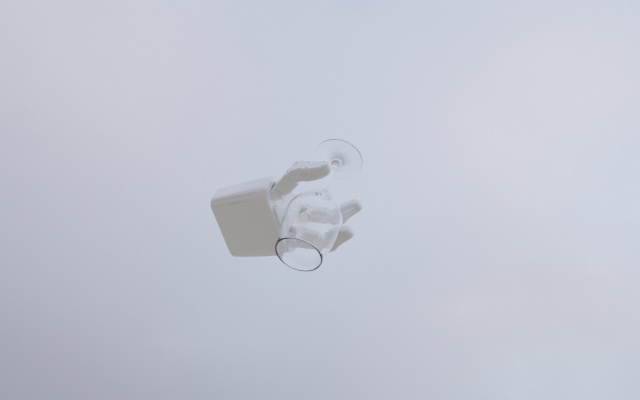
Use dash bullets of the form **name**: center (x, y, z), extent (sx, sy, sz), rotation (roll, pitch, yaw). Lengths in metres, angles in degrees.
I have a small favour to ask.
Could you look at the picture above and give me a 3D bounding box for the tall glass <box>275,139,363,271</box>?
- **tall glass**: center (0.000, 0.002, 0.657), extent (0.079, 0.079, 0.201), rotation (0, 41, 21)
